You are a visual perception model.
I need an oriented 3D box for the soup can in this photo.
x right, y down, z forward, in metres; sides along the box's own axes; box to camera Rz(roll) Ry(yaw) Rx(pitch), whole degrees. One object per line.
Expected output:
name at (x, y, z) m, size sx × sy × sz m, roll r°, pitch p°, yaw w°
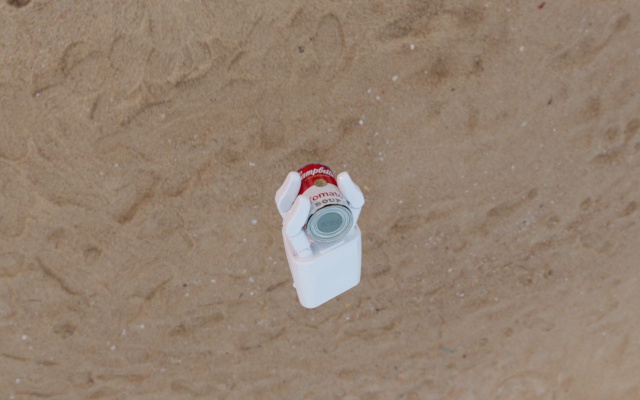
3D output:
soup can at (0.000, 0.002, 0.674) m, size 0.068 × 0.068 × 0.102 m, roll 0°, pitch 37°, yaw -19°
